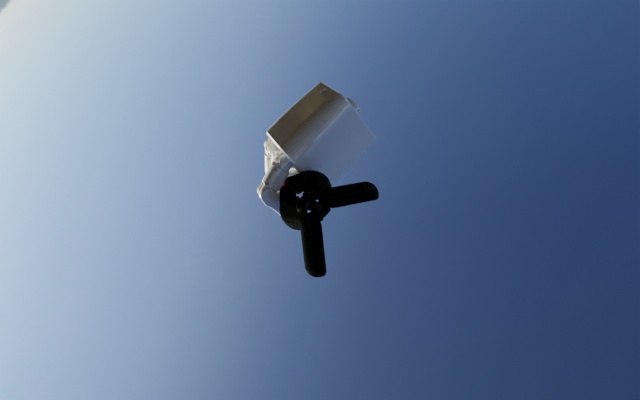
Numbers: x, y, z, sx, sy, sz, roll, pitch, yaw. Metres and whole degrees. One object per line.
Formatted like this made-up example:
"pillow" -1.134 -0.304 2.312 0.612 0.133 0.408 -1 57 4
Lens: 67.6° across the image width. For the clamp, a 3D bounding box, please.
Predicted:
"clamp" 0.000 0.002 0.577 0.039 0.120 0.171 39 8 -38
